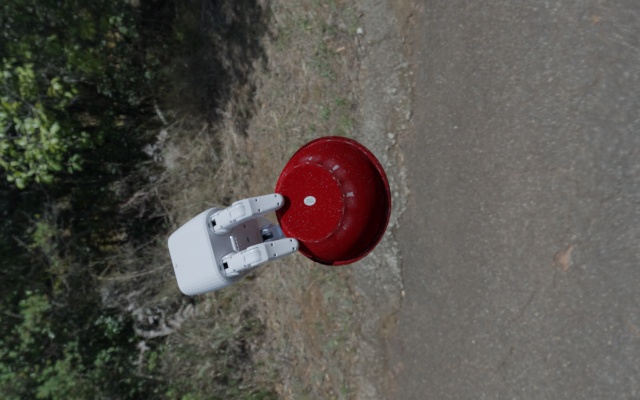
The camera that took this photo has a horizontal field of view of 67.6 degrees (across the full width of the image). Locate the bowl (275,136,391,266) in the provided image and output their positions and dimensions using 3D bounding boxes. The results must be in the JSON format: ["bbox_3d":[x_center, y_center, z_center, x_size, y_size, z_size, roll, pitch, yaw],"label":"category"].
[{"bbox_3d":[0.001,0.001,0.569,0.162,0.162,0.055,0,2,30],"label":"bowl"}]
